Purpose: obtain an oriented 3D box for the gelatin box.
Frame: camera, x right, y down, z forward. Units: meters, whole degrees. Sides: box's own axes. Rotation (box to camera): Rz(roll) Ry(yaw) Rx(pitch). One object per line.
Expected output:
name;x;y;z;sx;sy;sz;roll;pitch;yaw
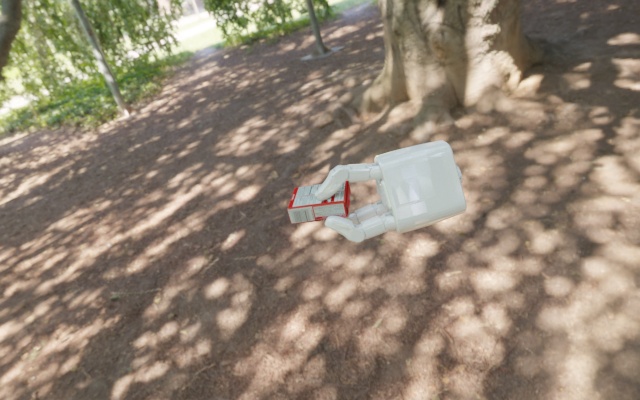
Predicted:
gelatin box;0.000;0.002;0.723;0.089;0.030;0.073;-7;26;10
